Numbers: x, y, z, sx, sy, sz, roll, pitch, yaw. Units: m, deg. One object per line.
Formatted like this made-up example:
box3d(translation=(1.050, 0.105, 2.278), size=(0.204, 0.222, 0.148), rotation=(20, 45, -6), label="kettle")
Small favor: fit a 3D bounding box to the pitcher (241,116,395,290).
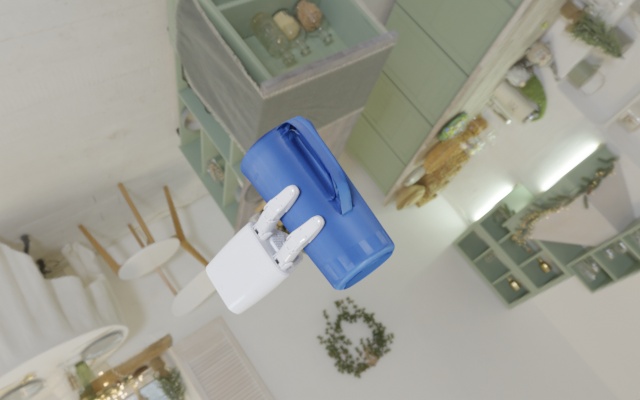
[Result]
box3d(translation=(0.000, 0.002, 0.701), size=(0.145, 0.242, 0.149), rotation=(-42, -17, 16), label="pitcher")
